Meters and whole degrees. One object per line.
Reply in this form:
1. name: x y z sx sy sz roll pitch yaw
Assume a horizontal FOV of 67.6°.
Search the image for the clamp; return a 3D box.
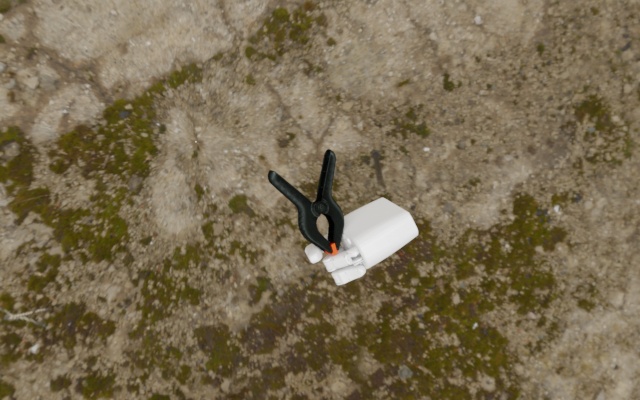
1. clamp: 0.000 0.003 0.782 0.120 0.171 0.039 -30 13 -14
